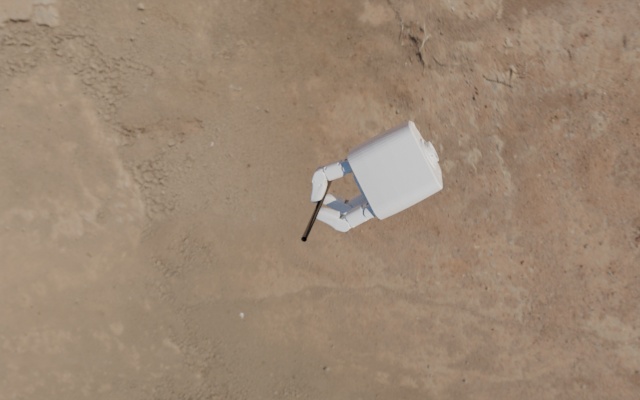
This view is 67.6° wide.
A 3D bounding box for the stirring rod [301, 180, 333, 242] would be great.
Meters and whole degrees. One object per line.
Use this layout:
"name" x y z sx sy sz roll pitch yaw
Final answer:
"stirring rod" 0.000 0.002 0.759 0.011 0.011 0.239 0 25 12
